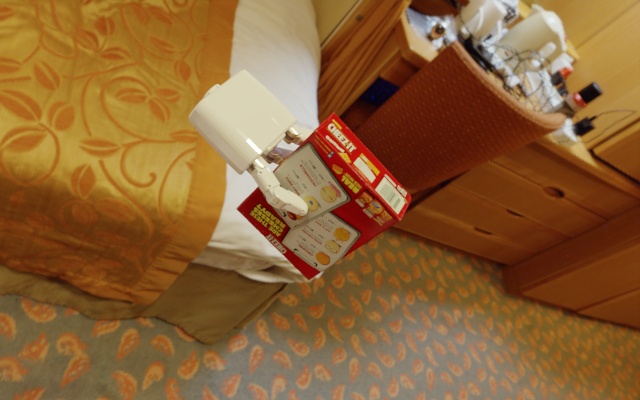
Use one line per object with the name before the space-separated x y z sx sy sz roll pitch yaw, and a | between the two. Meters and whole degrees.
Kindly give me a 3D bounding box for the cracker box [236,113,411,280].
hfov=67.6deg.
cracker box | 0.000 0.002 0.701 0.214 0.164 0.072 -39 7 41
